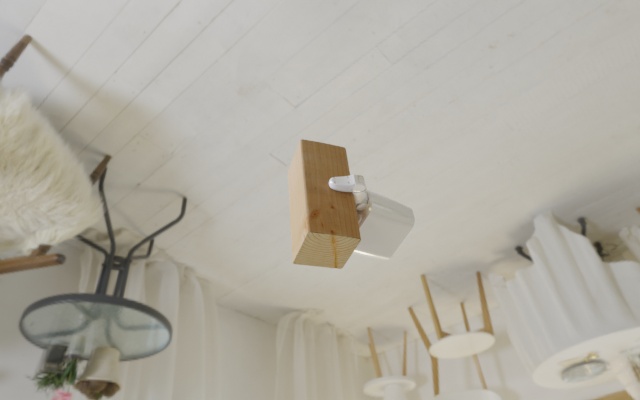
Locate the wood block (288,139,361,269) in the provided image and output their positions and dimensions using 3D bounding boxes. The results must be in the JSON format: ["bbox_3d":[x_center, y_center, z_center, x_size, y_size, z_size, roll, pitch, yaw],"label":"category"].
[{"bbox_3d":[0.001,0.003,0.822,0.090,0.206,0.091,9,-42,-18],"label":"wood block"}]
